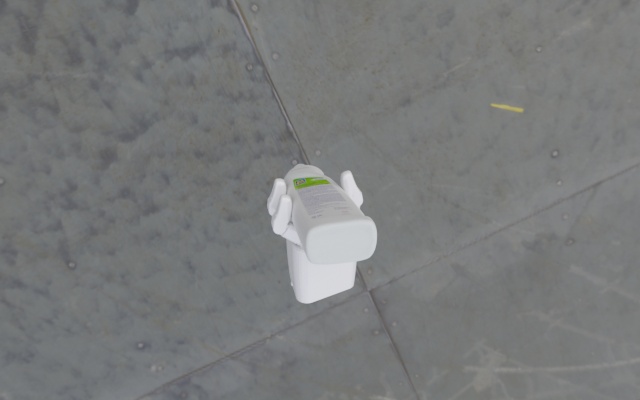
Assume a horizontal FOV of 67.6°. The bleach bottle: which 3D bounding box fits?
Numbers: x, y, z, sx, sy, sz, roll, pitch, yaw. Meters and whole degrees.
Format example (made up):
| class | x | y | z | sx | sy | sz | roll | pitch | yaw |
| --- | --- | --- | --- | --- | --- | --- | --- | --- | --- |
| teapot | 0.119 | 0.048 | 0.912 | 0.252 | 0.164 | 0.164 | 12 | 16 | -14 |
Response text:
| class | x | y | z | sx | sy | sz | roll | pitch | yaw |
| --- | --- | --- | --- | --- | --- | --- | --- | --- | --- |
| bleach bottle | 0.000 | 0.002 | 0.739 | 0.102 | 0.068 | 0.250 | -6 | 28 | -11 |
